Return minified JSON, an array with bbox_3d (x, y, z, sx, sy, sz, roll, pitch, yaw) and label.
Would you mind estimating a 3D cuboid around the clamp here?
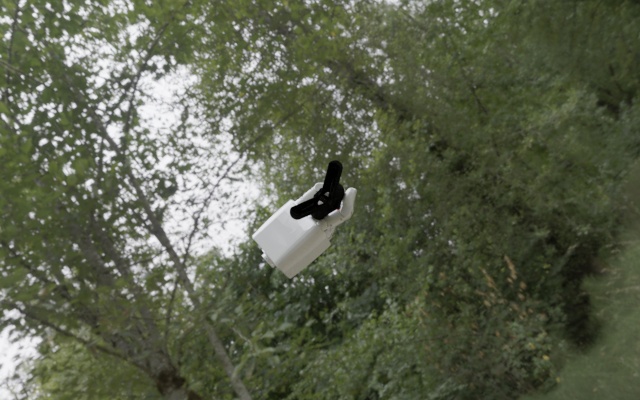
[{"bbox_3d":[0.000,0.002,0.851,0.120,0.039,0.171,-41,-20,-7],"label":"clamp"}]
